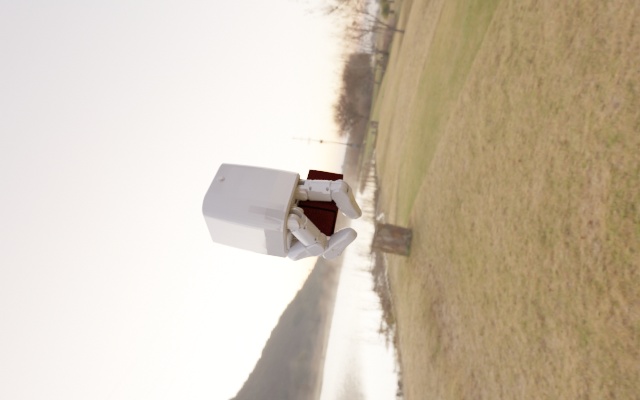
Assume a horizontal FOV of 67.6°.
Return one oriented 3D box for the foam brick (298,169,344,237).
[{"bbox_3d":[0.000,0.002,0.657,0.051,0.053,0.078,9,43,4],"label":"foam brick"}]
